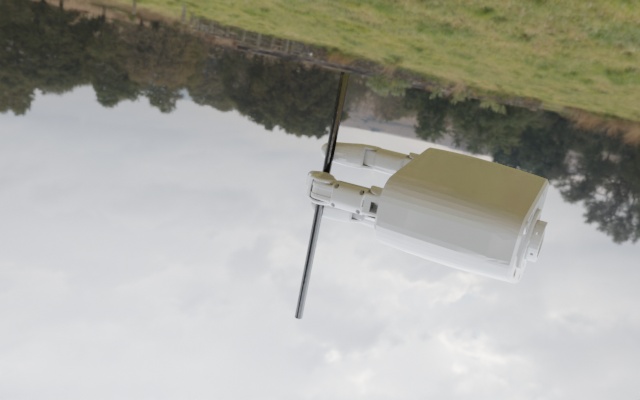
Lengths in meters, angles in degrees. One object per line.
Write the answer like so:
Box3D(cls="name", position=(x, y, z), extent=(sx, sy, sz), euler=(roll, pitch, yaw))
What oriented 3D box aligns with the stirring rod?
Box3D(cls="stirring rod", position=(0.000, 0.001, 0.452), extent=(0.011, 0.239, 0.011), euler=(10, 13, -2))
